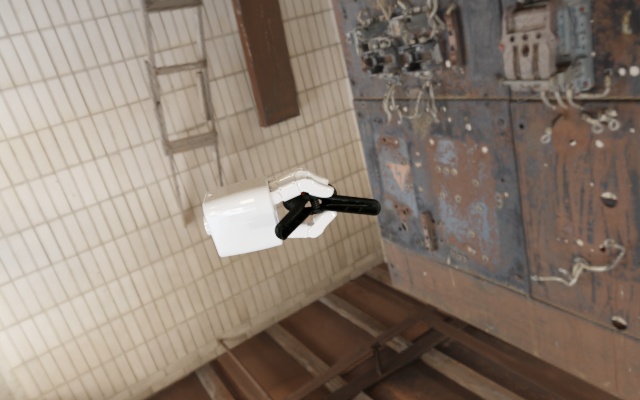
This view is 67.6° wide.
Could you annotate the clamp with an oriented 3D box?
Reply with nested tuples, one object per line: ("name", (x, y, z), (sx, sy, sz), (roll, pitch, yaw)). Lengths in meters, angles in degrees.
("clamp", (0.000, 0.003, 0.791), (0.164, 0.036, 0.210), (-11, 19, -5))
